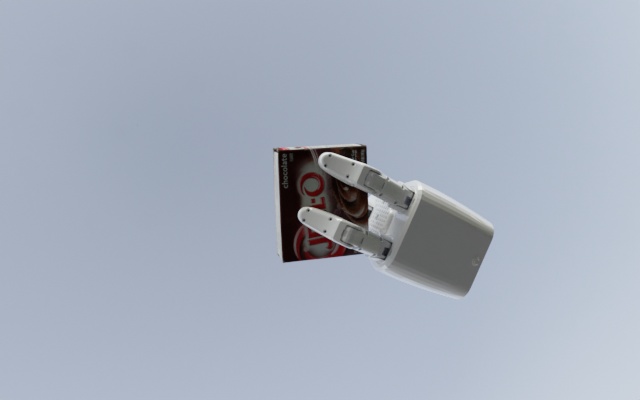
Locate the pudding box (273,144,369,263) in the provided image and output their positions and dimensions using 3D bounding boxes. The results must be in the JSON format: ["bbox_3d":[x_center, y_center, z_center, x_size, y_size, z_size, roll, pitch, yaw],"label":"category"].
[{"bbox_3d":[0.000,0.002,0.478,0.090,0.113,0.039,-5,8,-16],"label":"pudding box"}]
